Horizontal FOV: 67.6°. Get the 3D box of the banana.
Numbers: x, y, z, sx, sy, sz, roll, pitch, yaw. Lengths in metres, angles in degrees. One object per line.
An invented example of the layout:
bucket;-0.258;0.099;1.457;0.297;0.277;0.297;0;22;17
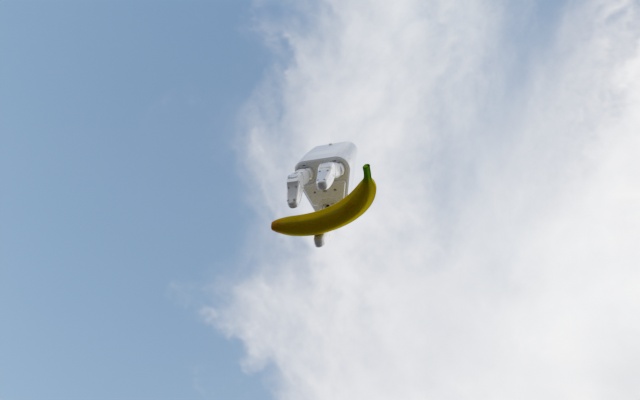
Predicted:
banana;0.014;0.015;0.726;0.198;0.070;0.037;-32;16;26
